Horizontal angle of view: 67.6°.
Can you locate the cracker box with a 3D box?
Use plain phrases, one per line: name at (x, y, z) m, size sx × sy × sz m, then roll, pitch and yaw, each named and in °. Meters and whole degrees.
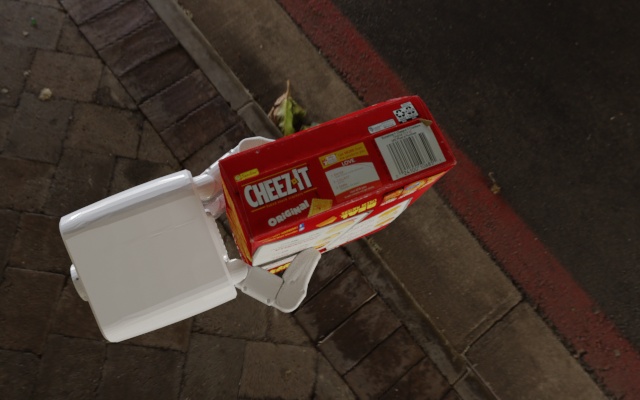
cracker box at (0.000, 0.002, 0.435) m, size 0.164 × 0.072 × 0.214 m, roll -21°, pitch -12°, yaw -13°
